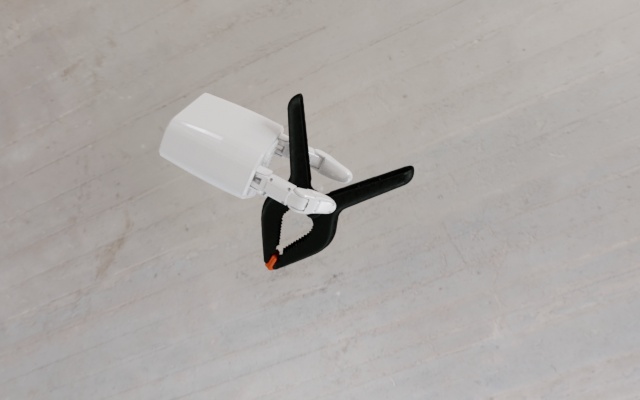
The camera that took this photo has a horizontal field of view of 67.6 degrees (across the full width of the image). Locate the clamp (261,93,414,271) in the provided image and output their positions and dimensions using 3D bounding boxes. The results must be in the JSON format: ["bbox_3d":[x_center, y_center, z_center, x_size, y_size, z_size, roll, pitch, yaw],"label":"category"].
[{"bbox_3d":[0.000,0.002,0.569,0.164,0.210,0.036,26,18,0],"label":"clamp"}]
